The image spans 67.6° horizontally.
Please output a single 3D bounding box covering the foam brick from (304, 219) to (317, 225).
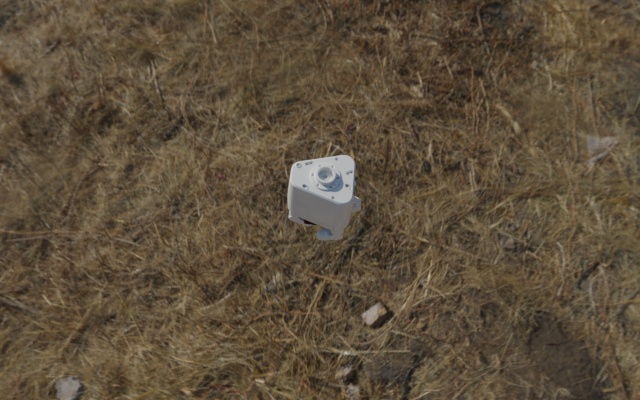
[{"bbox_3d":[0.000,0.003,0.896,0.053,0.078,0.051,7,-26,-3],"label":"foam brick"}]
